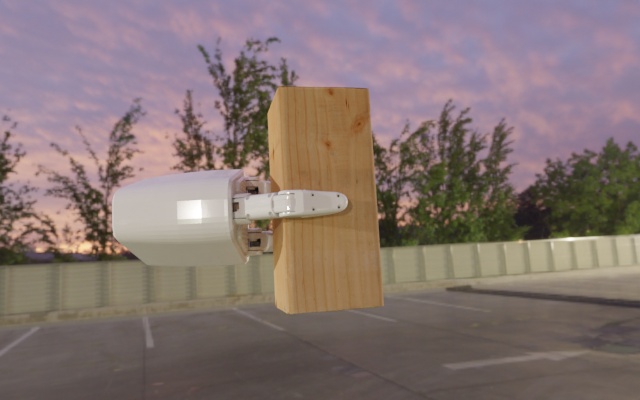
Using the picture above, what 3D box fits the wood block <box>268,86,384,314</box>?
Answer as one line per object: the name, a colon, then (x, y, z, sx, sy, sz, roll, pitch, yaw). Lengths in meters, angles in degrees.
wood block: (0.000, 0.001, 0.475, 0.090, 0.206, 0.091, -2, -7, -13)
